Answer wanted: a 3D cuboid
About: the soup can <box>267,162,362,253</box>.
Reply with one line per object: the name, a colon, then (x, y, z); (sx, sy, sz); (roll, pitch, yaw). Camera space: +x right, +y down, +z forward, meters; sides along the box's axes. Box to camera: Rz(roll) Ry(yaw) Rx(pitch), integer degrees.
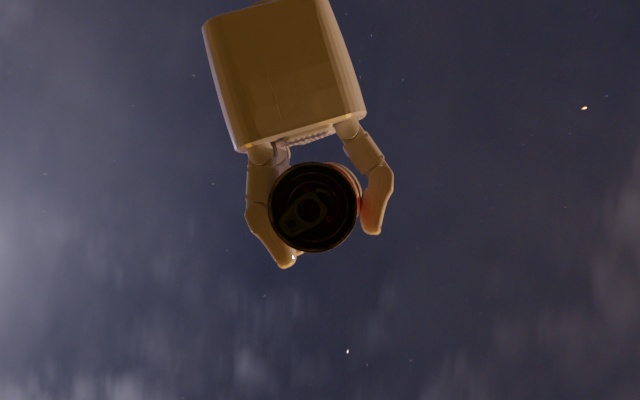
soup can: (0.000, 0.002, 0.401); (0.068, 0.068, 0.102); (0, 5, 7)
